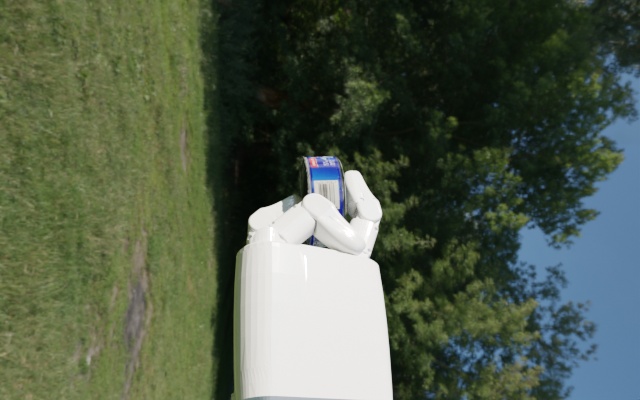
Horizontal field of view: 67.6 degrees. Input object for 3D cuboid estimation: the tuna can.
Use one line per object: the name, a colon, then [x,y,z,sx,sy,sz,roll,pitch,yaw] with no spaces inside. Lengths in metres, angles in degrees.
tuna can: [0.001,0.001,0.447,0.034,0.086,0.086,-2,0,-8]
